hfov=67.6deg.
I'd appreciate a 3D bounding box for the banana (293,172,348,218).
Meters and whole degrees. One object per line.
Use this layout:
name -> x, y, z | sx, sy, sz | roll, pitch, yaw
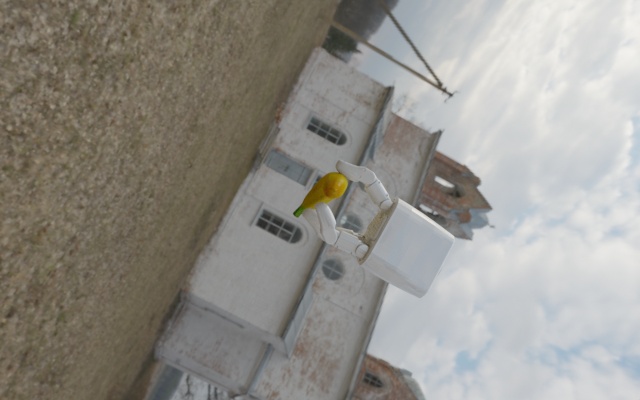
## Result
banana -> 0.009, -0.012, 0.733 | 0.037, 0.069, 0.198 | 35, -19, -6
